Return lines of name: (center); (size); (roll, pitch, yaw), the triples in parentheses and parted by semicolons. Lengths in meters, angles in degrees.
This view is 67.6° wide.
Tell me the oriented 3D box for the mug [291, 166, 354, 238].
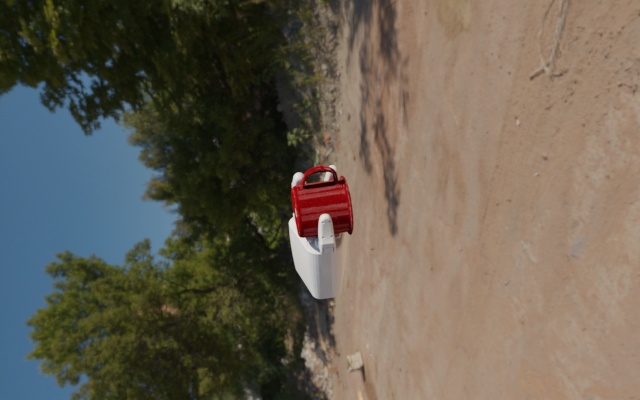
mug: (0.000, 0.001, 0.725); (0.081, 0.117, 0.093); (-8, 32, -6)
